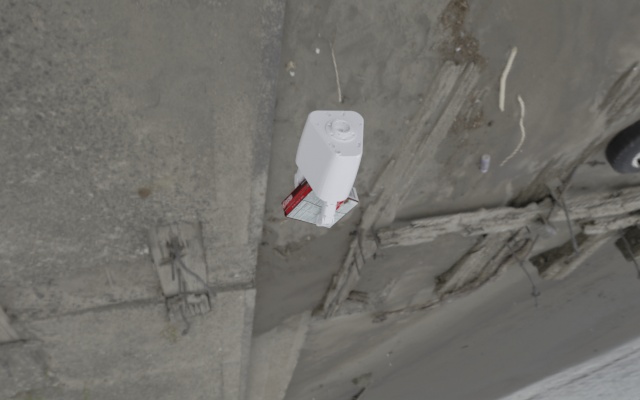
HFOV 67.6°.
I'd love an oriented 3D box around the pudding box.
[{"bbox_3d":[0.000,0.003,0.863,0.113,0.039,0.090,19,-48,-37],"label":"pudding box"}]
